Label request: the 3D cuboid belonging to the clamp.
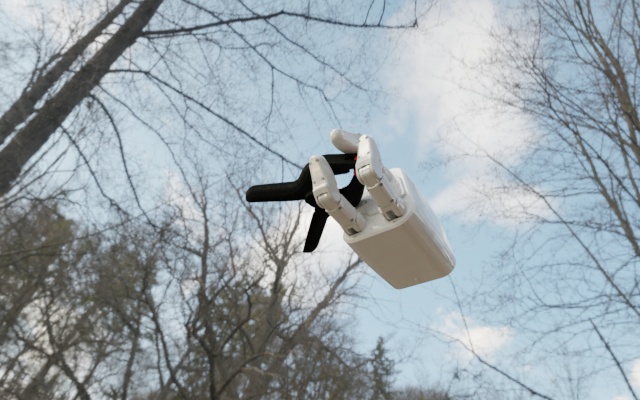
[{"bbox_3d":[0.000,0.001,0.595,0.171,0.039,0.120,-24,-58,33],"label":"clamp"}]
